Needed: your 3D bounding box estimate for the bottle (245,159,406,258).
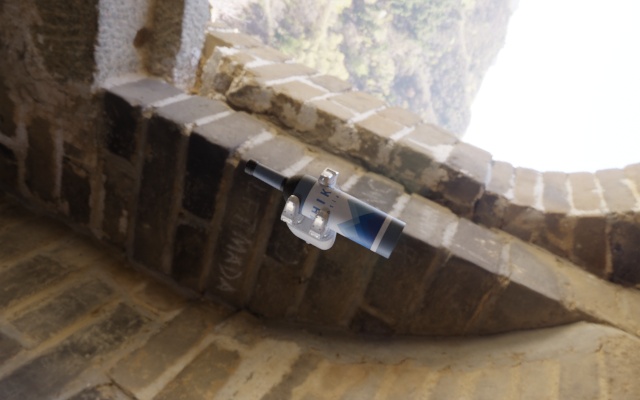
[{"bbox_3d":[0.000,0.003,0.830,0.295,0.069,0.069,27,5,10],"label":"bottle"}]
